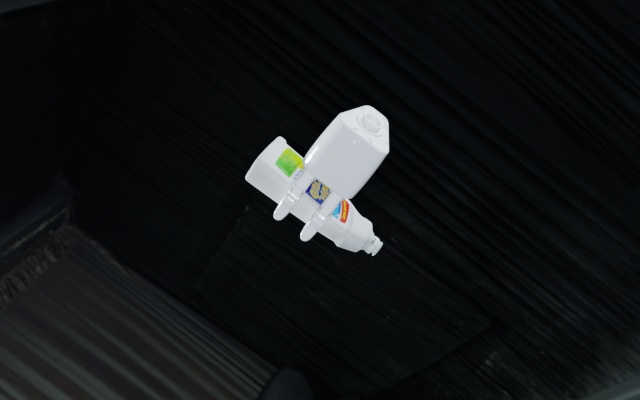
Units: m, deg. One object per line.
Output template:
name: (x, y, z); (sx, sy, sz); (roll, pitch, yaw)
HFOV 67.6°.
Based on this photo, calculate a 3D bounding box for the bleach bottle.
bleach bottle: (0.000, 0.003, 0.811); (0.251, 0.068, 0.102); (37, 38, -3)
